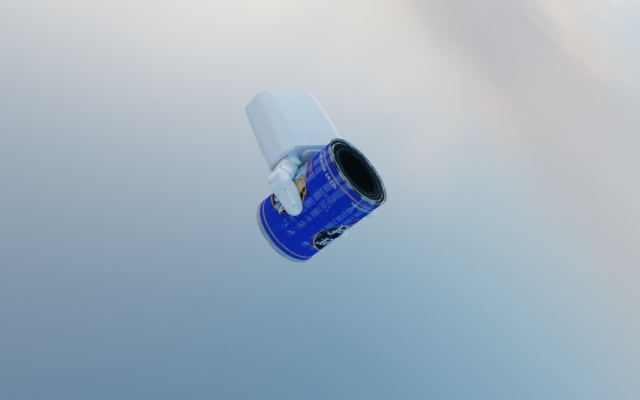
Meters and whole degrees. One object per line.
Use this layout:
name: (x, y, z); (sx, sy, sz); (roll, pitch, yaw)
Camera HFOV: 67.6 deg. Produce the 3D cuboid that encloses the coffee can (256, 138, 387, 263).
coffee can: (0.000, 0.002, 0.622); (0.140, 0.102, 0.103); (-39, -20, 27)
